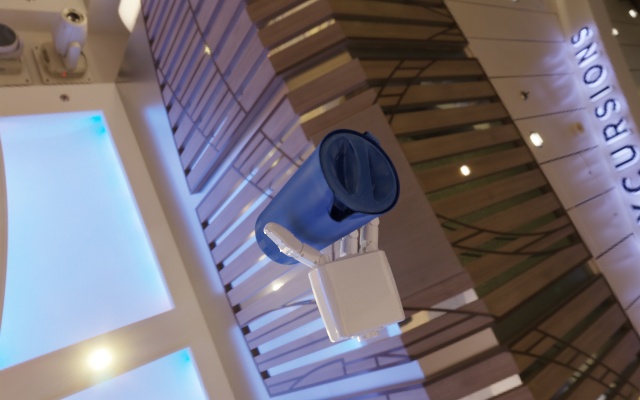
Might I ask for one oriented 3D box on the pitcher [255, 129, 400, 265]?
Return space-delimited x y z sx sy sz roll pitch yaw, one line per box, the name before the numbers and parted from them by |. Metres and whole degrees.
pitcher | 0.000 0.003 0.731 0.149 0.145 0.243 -7 -22 -37
